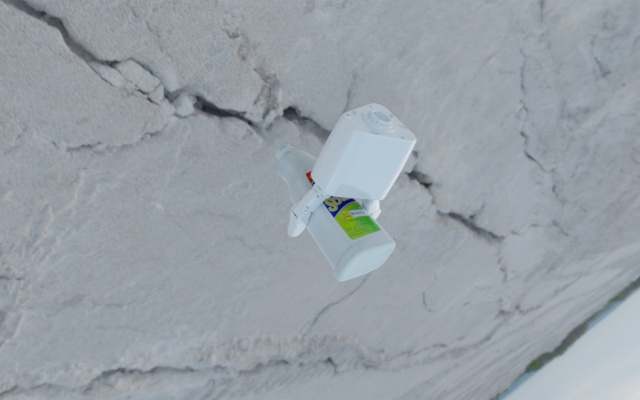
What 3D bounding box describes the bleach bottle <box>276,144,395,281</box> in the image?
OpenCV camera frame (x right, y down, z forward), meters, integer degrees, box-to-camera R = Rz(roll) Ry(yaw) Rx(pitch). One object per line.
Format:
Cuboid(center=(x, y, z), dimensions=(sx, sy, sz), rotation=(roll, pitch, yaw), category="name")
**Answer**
Cuboid(center=(0.000, 0.002, 0.733), dimensions=(0.102, 0.068, 0.250), rotation=(-11, 51, -40), category="bleach bottle")
